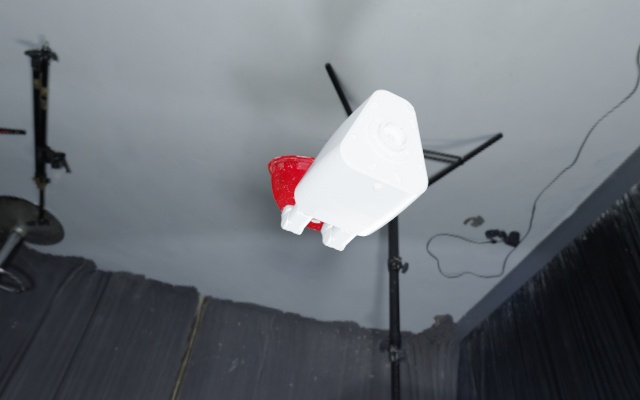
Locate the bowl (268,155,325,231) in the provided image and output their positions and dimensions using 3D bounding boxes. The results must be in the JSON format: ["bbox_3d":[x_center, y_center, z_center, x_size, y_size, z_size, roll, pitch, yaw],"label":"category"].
[{"bbox_3d":[0.000,0.003,0.625,0.162,0.055,0.162,16,-17,5],"label":"bowl"}]
